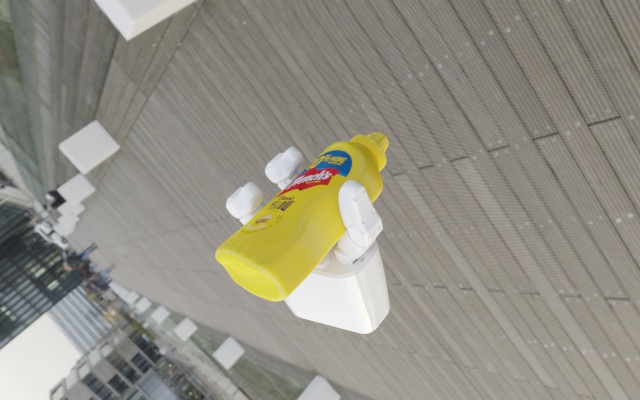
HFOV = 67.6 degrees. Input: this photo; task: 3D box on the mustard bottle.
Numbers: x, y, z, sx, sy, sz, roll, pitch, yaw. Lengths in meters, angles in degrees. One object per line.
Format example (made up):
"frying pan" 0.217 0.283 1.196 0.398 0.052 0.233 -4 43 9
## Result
"mustard bottle" 0.000 0.001 0.427 0.191 0.058 0.096 -45 23 -26
